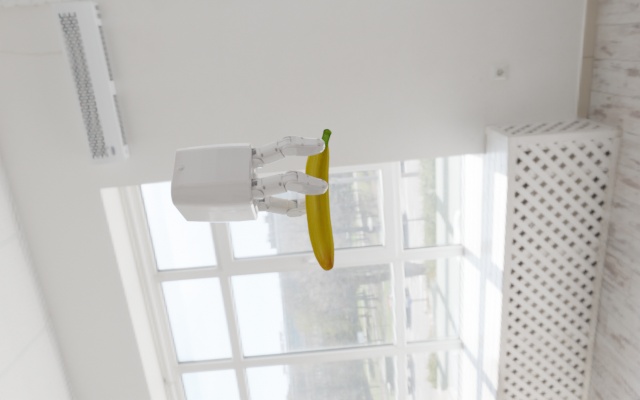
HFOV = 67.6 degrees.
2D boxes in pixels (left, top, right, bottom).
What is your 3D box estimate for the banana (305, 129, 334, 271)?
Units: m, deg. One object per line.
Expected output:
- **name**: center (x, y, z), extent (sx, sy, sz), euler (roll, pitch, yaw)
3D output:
- **banana**: center (-0.002, 0.002, 0.682), extent (0.037, 0.197, 0.069), euler (-1, -10, -7)
